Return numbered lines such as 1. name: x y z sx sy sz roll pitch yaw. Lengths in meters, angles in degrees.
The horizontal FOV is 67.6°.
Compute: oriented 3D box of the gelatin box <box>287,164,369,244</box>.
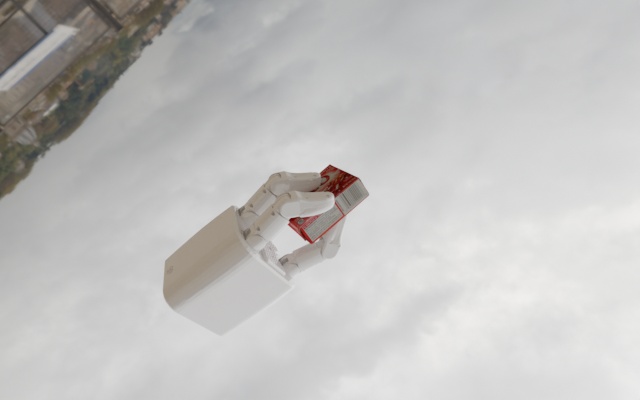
1. gelatin box: 0.001 0.002 0.545 0.089 0.030 0.073 -40 28 -10
